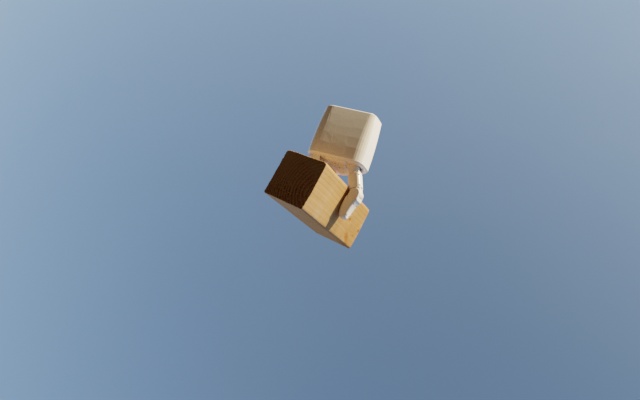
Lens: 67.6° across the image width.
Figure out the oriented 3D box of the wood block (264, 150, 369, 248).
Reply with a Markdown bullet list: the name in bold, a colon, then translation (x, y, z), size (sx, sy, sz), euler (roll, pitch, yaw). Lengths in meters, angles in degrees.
- **wood block**: translation (0.001, 0.003, 0.883), size (0.091, 0.090, 0.206), euler (22, -11, 34)
